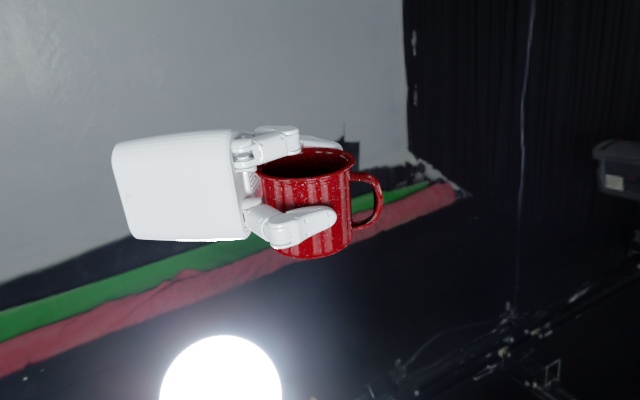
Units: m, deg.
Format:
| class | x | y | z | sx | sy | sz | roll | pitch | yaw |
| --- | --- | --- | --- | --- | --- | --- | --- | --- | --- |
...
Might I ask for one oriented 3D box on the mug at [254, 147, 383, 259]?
| class | x | y | z | sx | sy | sz | roll | pitch | yaw |
| --- | --- | --- | --- | --- | --- | --- | --- | --- | --- |
| mug | 0.002 | 0.002 | 0.450 | 0.117 | 0.081 | 0.093 | -2 | 23 | 7 |
